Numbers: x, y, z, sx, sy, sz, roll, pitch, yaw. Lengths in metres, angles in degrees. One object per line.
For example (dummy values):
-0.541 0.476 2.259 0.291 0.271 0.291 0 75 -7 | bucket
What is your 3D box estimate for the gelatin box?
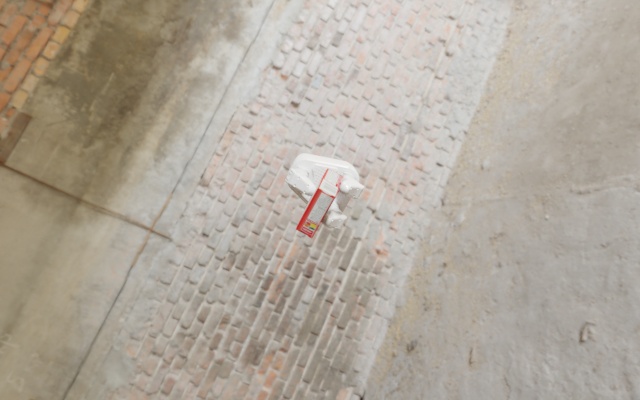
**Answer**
0.000 0.002 0.685 0.030 0.073 0.089 29 24 -2 | gelatin box
